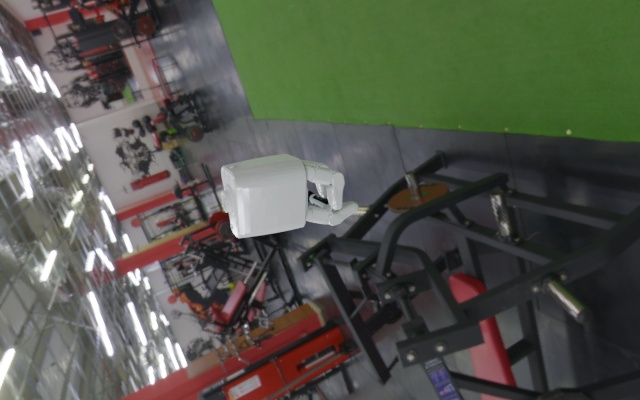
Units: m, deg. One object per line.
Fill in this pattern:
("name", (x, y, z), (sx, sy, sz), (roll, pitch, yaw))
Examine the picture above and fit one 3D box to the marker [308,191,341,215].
("marker", (0.000, 0.003, 0.796), (0.020, 0.020, 0.121), (0, 11, -23))
